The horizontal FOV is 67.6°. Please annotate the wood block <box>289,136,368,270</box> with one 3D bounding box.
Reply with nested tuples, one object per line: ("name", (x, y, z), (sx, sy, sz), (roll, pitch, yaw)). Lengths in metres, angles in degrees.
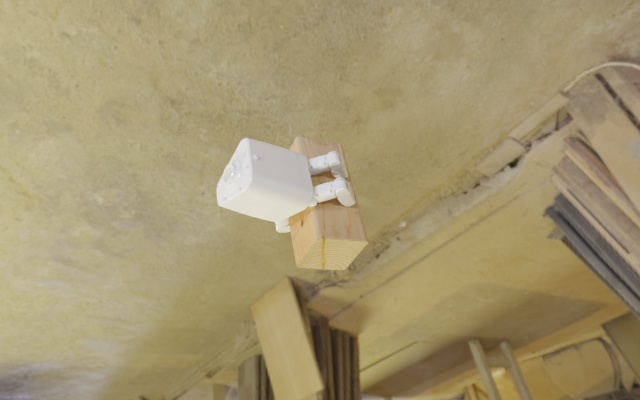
("wood block", (0.000, 0.003, 0.798), (0.090, 0.206, 0.091), (7, -39, -24))
